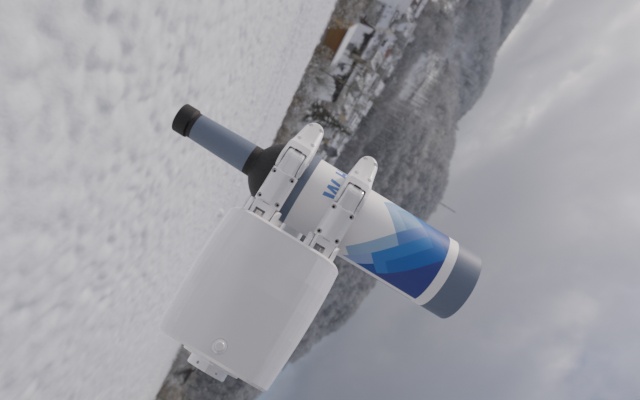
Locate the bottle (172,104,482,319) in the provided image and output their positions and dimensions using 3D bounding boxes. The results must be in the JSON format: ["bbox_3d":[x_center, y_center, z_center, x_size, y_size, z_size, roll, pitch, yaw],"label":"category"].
[{"bbox_3d":[0.000,0.001,0.430,0.296,0.069,0.069,31,-1,-1],"label":"bottle"}]
